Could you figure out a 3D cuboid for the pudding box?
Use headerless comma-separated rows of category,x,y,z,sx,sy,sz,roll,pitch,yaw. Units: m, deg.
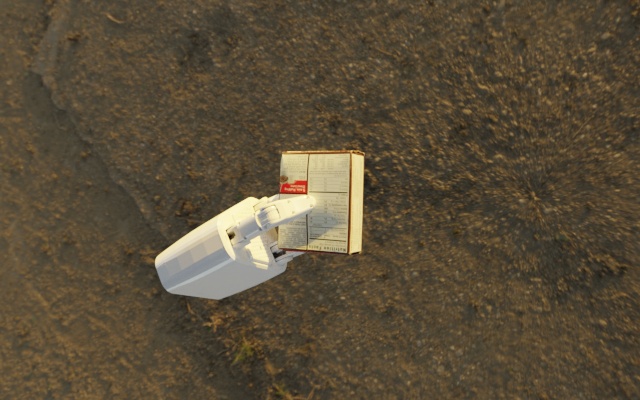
pudding box,0.000,0.002,0.528,0.090,0.113,0.039,2,2,26
